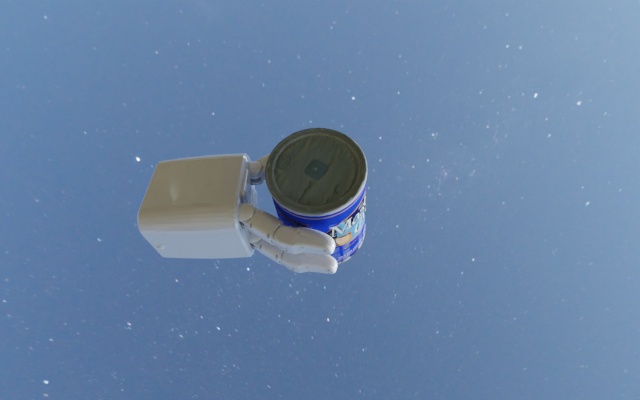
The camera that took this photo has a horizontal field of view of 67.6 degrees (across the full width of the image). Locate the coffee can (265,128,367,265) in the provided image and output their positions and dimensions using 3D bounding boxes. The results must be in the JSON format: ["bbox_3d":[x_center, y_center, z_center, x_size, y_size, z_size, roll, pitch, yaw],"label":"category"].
[{"bbox_3d":[0.000,0.002,0.536,0.103,0.102,0.140,0,-29,5],"label":"coffee can"}]
